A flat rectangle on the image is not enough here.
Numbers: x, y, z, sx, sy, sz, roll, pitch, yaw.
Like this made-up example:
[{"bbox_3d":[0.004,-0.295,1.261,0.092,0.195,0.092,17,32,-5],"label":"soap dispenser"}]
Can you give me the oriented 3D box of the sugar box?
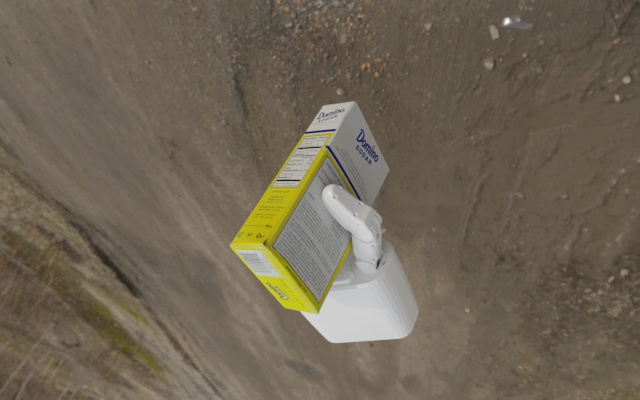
[{"bbox_3d":[0.000,0.002,0.434,0.048,0.176,0.093,-1,-44,36],"label":"sugar box"}]
